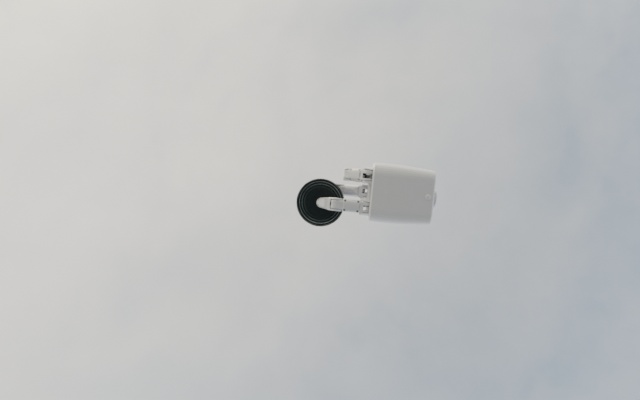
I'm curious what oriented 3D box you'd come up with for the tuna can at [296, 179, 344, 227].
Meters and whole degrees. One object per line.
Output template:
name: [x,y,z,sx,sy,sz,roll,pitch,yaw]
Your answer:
tuna can: [0.000,0.003,0.866,0.086,0.086,0.034,0,4,1]
